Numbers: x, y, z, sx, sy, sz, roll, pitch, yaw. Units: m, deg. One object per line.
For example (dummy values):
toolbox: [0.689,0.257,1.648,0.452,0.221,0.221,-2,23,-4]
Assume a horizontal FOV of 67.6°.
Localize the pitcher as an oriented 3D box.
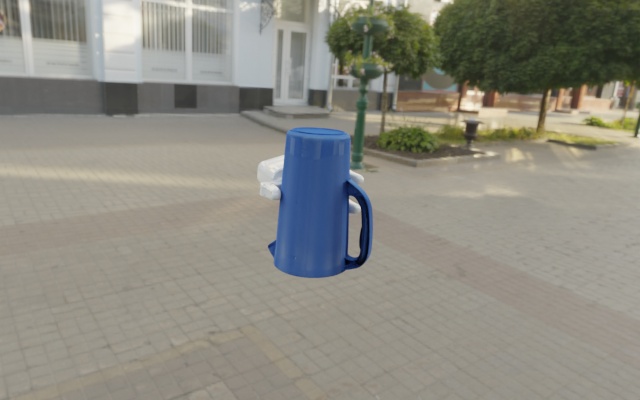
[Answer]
pitcher: [0.000,0.003,0.818,0.149,0.243,0.145,-3,16,-23]
